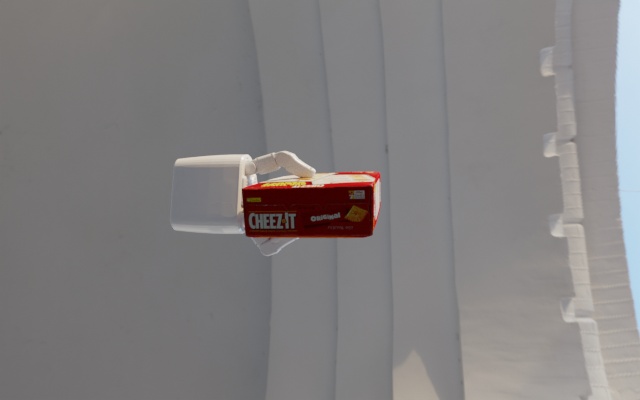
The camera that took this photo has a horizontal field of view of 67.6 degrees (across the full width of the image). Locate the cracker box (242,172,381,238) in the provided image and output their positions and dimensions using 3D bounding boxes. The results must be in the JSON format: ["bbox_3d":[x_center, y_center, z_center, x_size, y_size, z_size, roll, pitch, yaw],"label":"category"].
[{"bbox_3d":[0.000,0.002,0.681,0.164,0.072,0.213,-2,7,10],"label":"cracker box"}]
